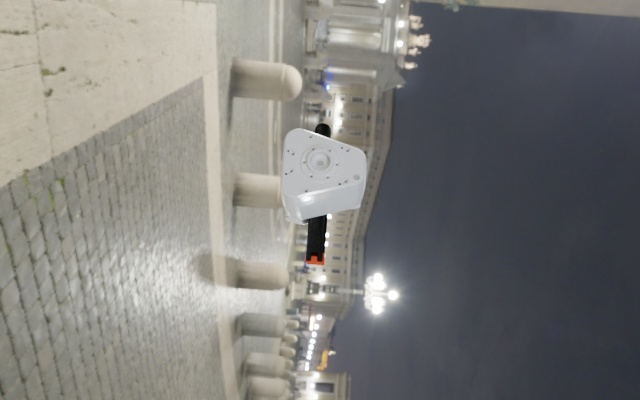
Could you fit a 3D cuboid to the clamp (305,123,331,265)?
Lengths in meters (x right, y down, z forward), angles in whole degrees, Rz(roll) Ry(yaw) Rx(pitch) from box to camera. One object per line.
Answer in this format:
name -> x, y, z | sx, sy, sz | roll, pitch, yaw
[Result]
clamp -> 0.001, 0.003, 0.775 | 0.036, 0.210, 0.164 | 3, -15, 4
